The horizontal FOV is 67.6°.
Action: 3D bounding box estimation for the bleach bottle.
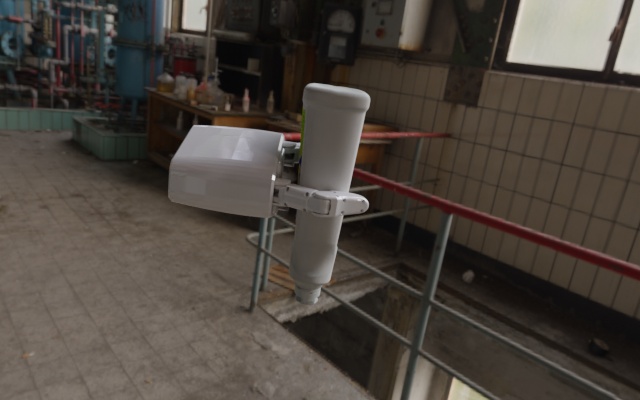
[{"bbox_3d":[0.000,0.002,0.532,0.068,0.251,0.102,7,16,-3],"label":"bleach bottle"}]
